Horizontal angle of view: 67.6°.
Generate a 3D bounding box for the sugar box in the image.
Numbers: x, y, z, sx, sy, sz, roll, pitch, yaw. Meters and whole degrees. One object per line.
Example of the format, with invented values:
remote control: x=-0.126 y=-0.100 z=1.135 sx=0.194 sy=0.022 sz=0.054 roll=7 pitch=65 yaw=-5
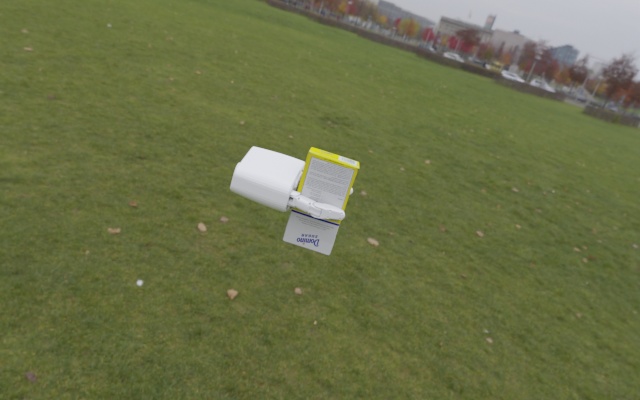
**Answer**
sugar box: x=0.000 y=0.003 z=0.862 sx=0.093 sy=0.176 sz=0.048 roll=18 pitch=21 yaw=0
